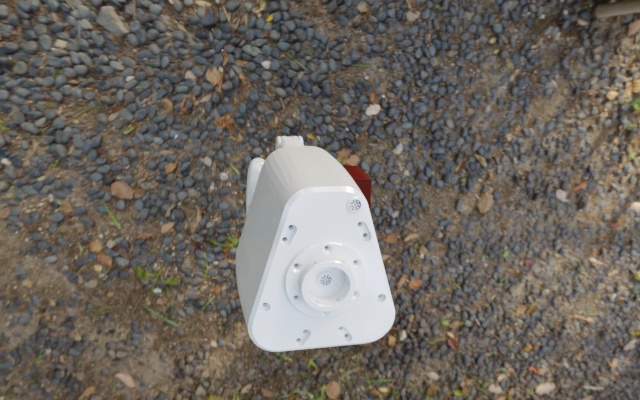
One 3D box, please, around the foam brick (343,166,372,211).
[{"bbox_3d":[0.000,0.001,0.407,0.078,0.053,0.051,-2,17,-11],"label":"foam brick"}]
